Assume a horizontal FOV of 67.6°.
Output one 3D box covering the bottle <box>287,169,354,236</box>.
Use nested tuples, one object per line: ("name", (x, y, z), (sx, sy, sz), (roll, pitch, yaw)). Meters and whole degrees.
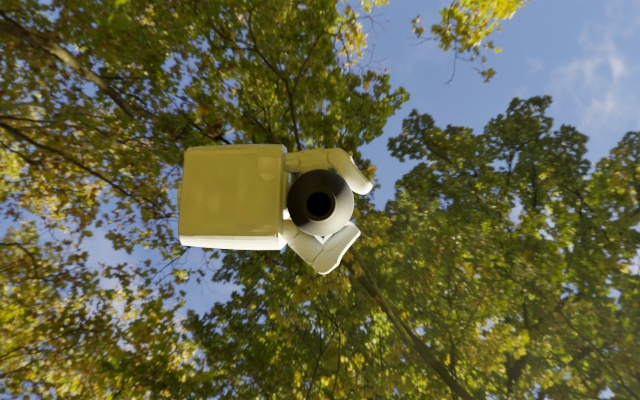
("bottle", (0.000, 0.002, 0.508), (0.069, 0.069, 0.295), (0, 0, 1))
